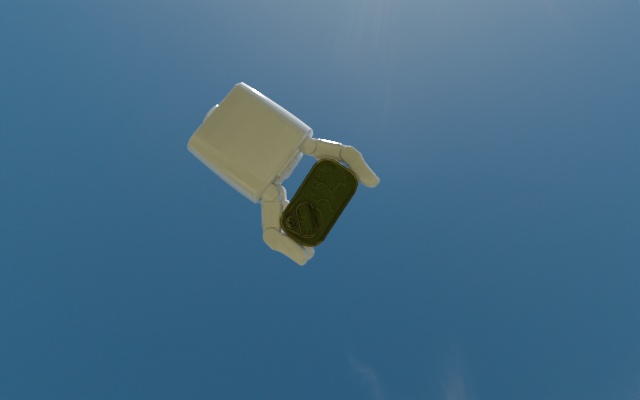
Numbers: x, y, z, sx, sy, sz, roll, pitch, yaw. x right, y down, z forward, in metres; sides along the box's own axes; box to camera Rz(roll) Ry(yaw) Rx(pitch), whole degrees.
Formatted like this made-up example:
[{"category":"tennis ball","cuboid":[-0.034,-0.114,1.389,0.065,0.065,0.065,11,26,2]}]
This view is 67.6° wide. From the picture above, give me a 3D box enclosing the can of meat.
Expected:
[{"category":"can of meat","cuboid":[0.000,0.002,0.583,0.057,0.102,0.084,33,2,2]}]
